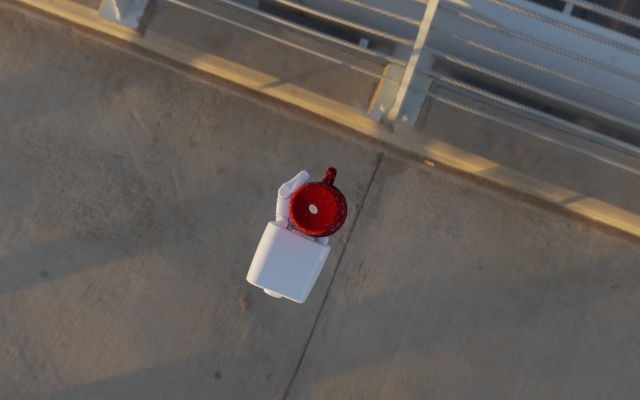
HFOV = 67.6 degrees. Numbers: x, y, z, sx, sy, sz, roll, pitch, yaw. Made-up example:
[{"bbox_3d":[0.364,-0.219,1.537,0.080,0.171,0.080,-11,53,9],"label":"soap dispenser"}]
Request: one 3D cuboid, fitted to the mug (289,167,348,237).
[{"bbox_3d":[0.001,0.001,0.759,0.093,0.117,0.081,23,0,5],"label":"mug"}]
